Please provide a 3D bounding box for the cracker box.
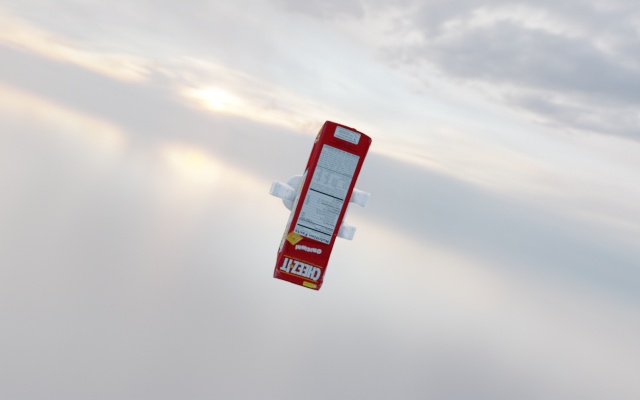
[{"bbox_3d":[0.000,0.002,0.679,0.072,0.214,0.164,19,3,-4],"label":"cracker box"}]
